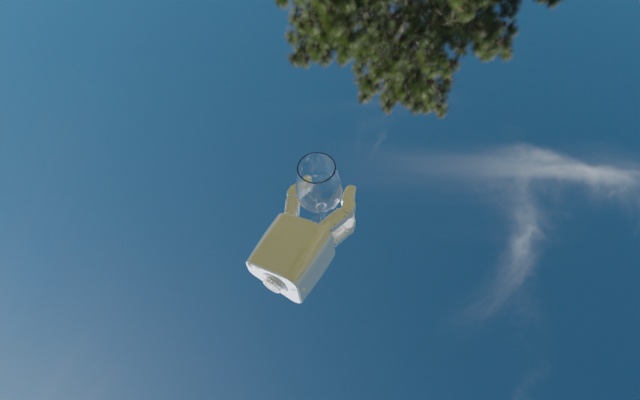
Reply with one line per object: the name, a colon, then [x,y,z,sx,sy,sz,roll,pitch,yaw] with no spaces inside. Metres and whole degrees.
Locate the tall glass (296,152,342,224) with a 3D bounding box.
tall glass: [0.000,0.003,0.830,0.079,0.079,0.201,0,-33,4]
